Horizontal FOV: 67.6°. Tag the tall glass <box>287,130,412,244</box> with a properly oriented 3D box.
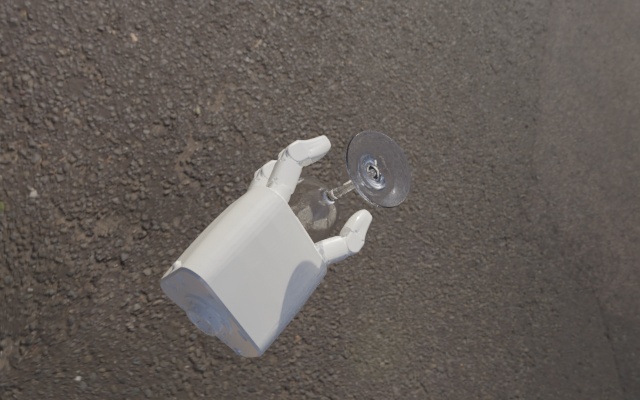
[{"bbox_3d":[0.001,0.001,0.503,0.079,0.079,0.201,0,-18,-34],"label":"tall glass"}]
